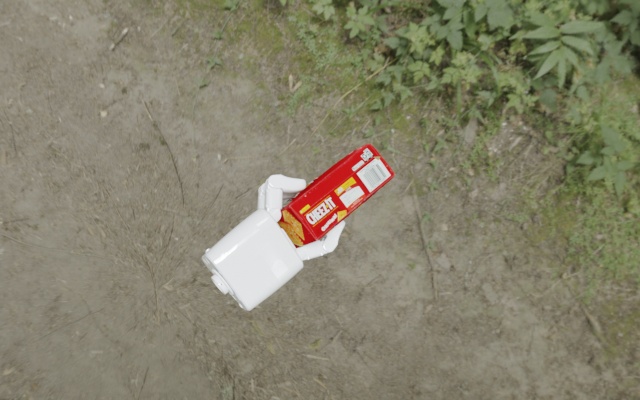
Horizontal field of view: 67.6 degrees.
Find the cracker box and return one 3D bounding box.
[{"bbox_3d":[0.000,0.003,0.771,0.164,0.072,0.214,-39,4,-21],"label":"cracker box"}]
